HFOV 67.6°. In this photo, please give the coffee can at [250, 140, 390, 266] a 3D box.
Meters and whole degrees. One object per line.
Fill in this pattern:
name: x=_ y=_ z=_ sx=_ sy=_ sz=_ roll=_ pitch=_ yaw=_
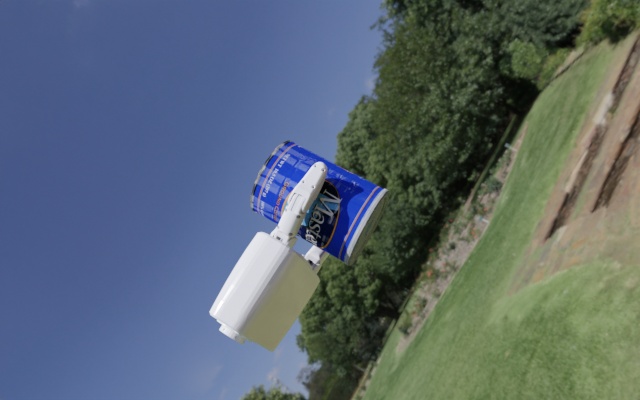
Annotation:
coffee can: x=0.000 y=0.002 z=0.591 sx=0.140 sy=0.103 sz=0.103 roll=28 pitch=7 yaw=13
